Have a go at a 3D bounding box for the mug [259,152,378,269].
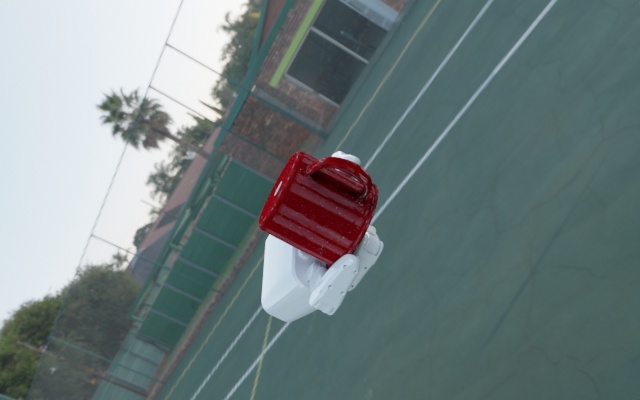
[{"bbox_3d":[0.000,0.001,0.435,0.081,0.093,0.117,28,-39,-11],"label":"mug"}]
